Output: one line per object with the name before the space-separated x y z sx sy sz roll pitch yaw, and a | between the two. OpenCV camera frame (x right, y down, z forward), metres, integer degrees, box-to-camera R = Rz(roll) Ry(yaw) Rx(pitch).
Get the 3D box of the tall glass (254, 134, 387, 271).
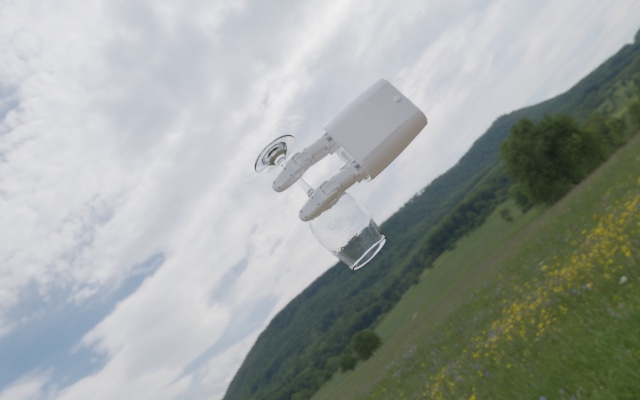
tall glass | 0.000 0.002 0.654 0.201 0.079 0.079 47 18 17
